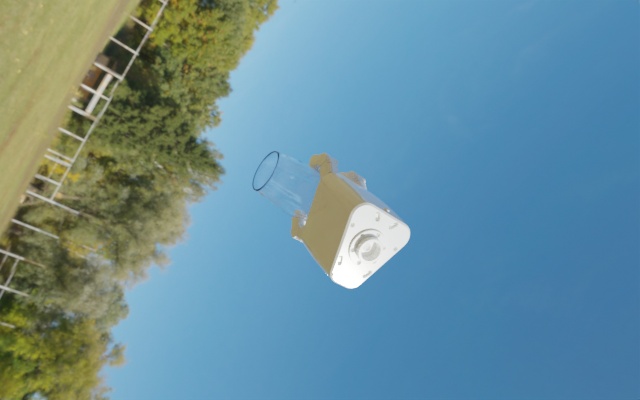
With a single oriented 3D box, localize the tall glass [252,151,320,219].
[{"bbox_3d":[0.001,0.003,0.702,0.201,0.079,0.079,30,-15,-28],"label":"tall glass"}]
